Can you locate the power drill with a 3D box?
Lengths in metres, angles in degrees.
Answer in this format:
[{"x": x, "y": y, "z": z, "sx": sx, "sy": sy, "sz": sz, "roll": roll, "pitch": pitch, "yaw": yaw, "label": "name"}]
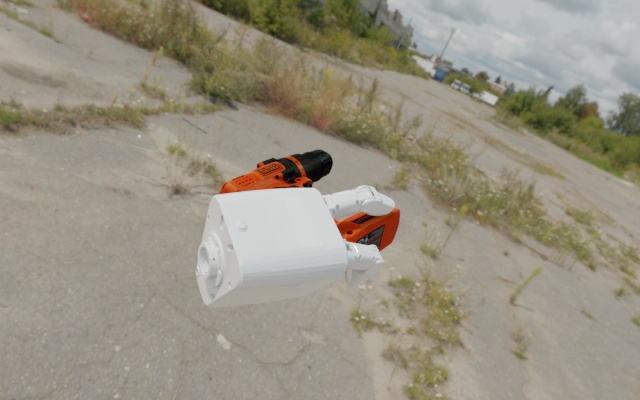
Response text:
[{"x": 0.000, "y": 0.002, "z": 0.585, "sx": 0.187, "sy": 0.057, "sz": 0.184, "roll": 29, "pitch": 39, "yaw": 32, "label": "power drill"}]
